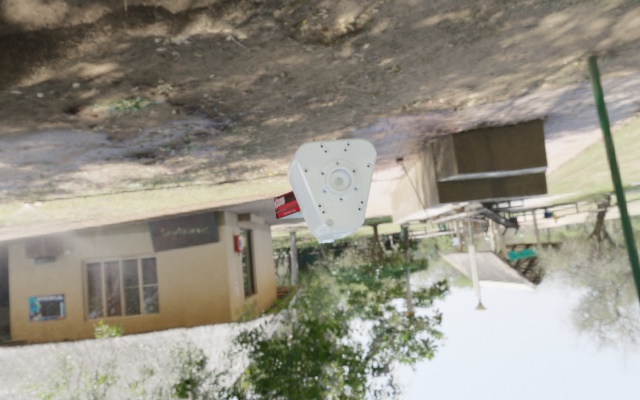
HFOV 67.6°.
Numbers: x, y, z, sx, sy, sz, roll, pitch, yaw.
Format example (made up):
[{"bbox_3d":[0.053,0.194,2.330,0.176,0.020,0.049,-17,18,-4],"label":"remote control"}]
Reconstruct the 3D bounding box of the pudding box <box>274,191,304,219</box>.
[{"bbox_3d":[0.000,0.002,0.715,0.113,0.039,0.090,1,-10,-35],"label":"pudding box"}]
